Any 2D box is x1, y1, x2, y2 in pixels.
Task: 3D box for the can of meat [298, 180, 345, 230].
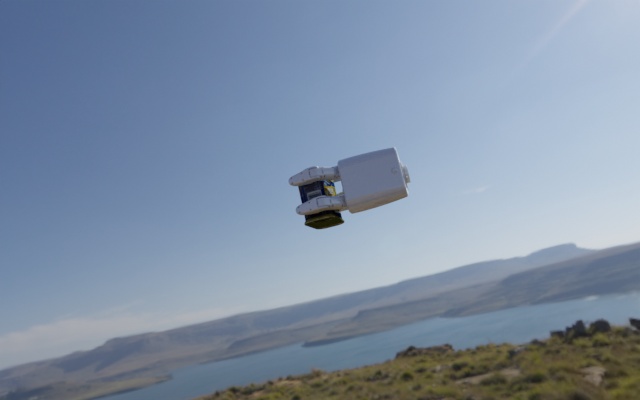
[{"bbox_3d":[0.000,0.003,0.878,0.057,0.084,0.102,-16,-13,15],"label":"can of meat"}]
